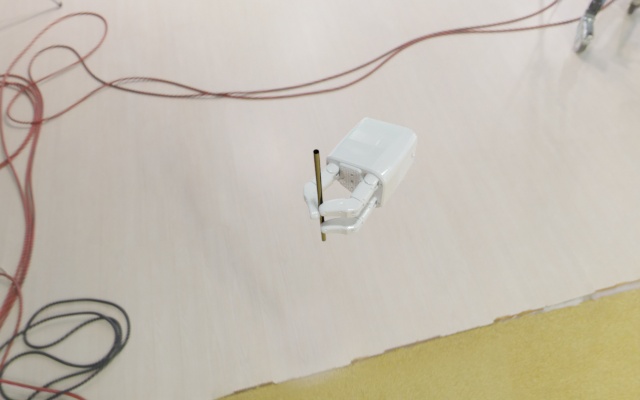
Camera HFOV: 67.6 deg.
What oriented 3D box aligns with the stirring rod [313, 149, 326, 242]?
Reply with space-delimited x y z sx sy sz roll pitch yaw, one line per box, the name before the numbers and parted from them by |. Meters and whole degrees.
stirring rod | 0.000 0.002 0.690 0.011 0.011 0.240 0 -31 3
